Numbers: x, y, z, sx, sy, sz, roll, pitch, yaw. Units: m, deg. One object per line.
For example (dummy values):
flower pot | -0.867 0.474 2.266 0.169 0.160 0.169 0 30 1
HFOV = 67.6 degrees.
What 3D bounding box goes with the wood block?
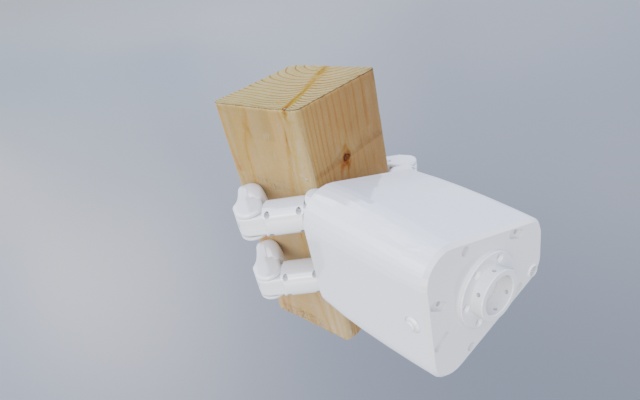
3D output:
wood block | 0.001 0.001 0.405 0.090 0.206 0.090 15 39 40
